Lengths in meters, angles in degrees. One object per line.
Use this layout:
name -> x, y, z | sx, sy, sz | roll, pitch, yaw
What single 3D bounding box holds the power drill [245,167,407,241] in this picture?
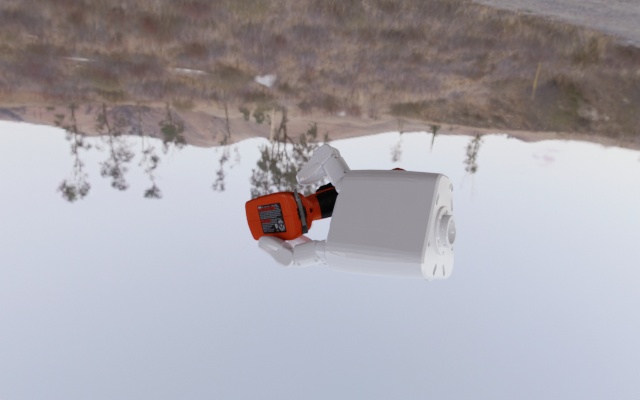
power drill -> 0.000, 0.002, 0.623 | 0.187, 0.057, 0.184 | -18, 3, -37
